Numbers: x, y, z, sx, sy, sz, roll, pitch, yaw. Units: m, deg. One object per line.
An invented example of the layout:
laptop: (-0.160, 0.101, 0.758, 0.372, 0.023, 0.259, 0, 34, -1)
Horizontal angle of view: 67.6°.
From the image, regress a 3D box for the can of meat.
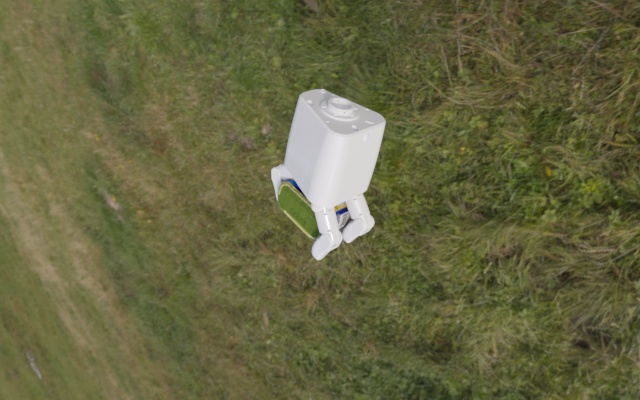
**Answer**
can of meat: (0.000, 0.002, 0.683, 0.084, 0.057, 0.102, -24, 55, -39)
